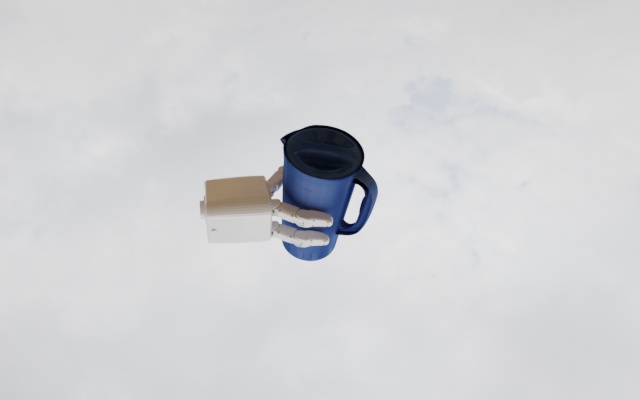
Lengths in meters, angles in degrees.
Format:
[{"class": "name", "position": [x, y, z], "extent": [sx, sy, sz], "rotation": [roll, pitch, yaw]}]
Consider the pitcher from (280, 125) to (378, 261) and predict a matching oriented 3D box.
[{"class": "pitcher", "position": [0.000, 0.003, 0.845], "extent": [0.145, 0.149, 0.243], "rotation": [-5, -42, -14]}]
